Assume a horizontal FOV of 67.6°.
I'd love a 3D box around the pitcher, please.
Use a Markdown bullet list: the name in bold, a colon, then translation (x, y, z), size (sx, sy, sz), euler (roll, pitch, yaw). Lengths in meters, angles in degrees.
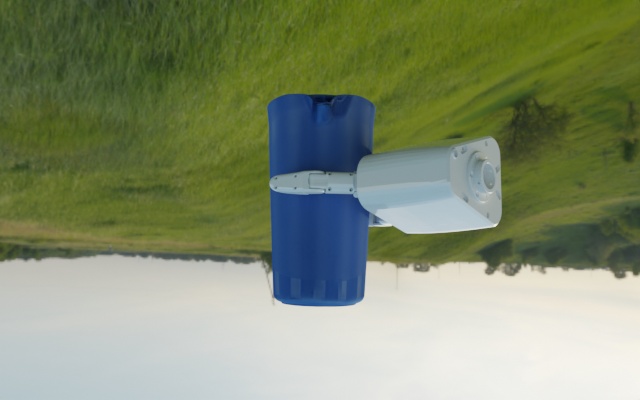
- **pitcher**: translation (0.000, 0.002, 0.587), size (0.145, 0.243, 0.149), euler (-5, -10, 42)
